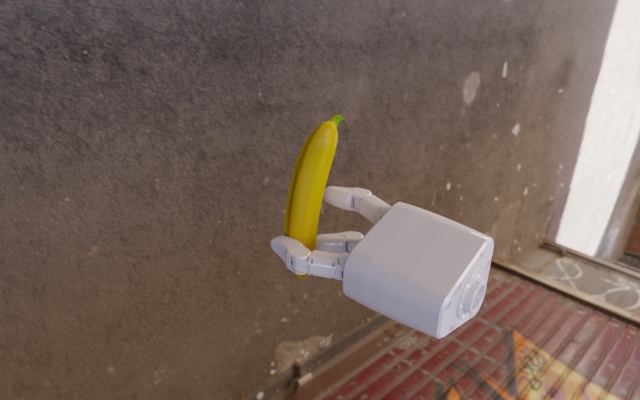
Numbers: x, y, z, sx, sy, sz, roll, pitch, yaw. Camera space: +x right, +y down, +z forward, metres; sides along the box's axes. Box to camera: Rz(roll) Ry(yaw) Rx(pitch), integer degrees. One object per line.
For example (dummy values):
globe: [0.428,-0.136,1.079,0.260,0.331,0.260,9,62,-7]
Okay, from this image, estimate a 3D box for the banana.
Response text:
banana: [-0.009,-0.002,0.532,0.037,0.198,0.069,19,8,33]
